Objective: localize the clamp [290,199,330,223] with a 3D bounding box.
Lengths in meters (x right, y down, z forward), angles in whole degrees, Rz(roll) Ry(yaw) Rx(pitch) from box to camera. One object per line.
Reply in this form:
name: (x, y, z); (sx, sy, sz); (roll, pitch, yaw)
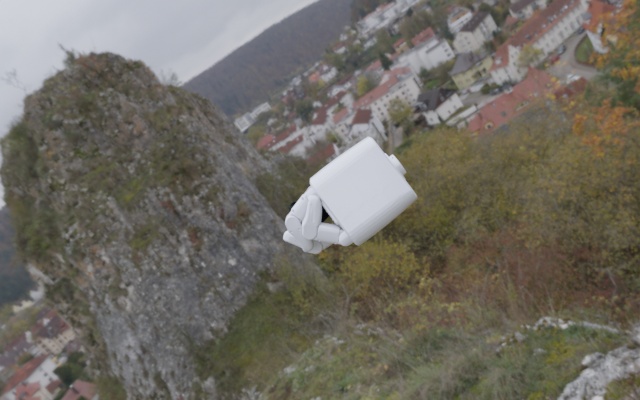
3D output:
clamp: (0.000, 0.002, 0.763); (0.120, 0.039, 0.171); (-41, 13, 7)
